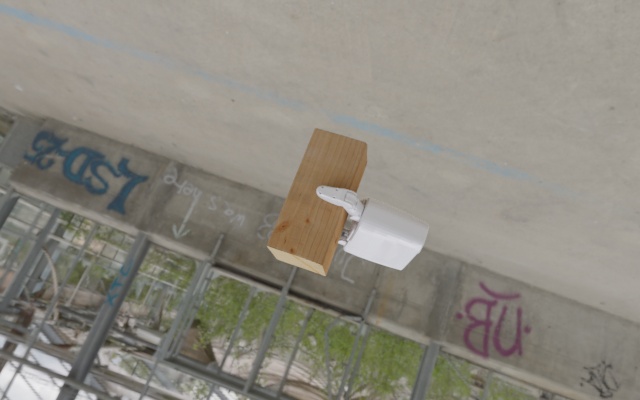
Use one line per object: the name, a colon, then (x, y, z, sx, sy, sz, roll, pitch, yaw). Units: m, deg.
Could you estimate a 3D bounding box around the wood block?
wood block: (0.000, 0.003, 0.764, 0.090, 0.206, 0.091, 18, -17, 11)
